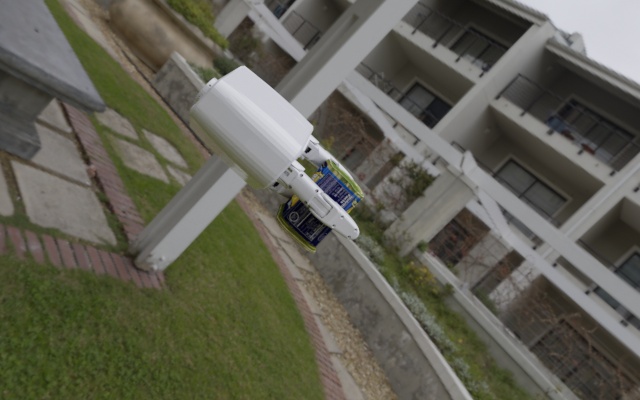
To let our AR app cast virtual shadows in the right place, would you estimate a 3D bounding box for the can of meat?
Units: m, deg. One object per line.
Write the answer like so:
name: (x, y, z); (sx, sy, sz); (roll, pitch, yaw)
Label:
can of meat: (0.000, 0.002, 0.542); (0.057, 0.084, 0.102); (43, 7, -8)
